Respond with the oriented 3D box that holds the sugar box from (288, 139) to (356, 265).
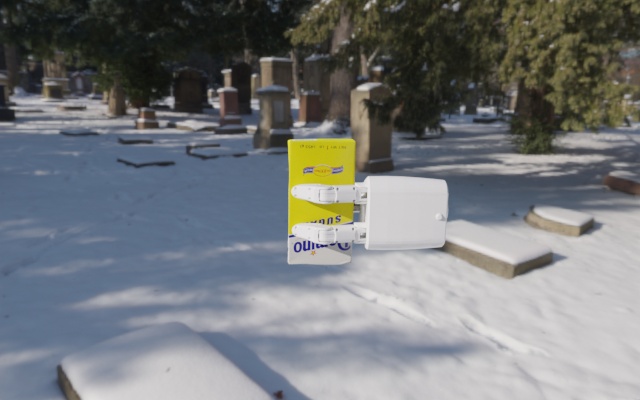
[{"bbox_3d":[0.000,0.002,0.673,0.093,0.176,0.048,0,10,-3],"label":"sugar box"}]
